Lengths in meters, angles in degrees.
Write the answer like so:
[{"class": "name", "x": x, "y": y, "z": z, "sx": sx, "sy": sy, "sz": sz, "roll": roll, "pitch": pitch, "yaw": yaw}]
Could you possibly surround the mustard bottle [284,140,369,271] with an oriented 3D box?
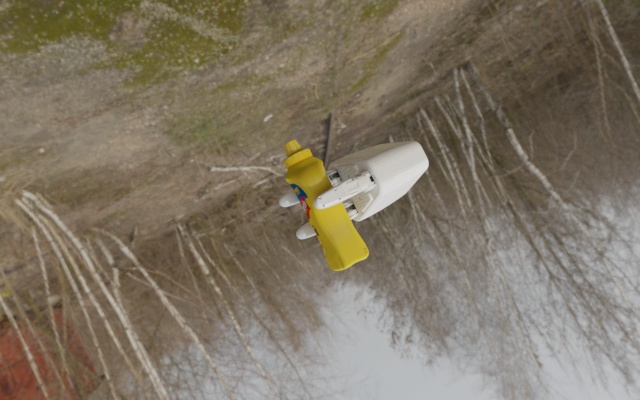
[{"class": "mustard bottle", "x": 0.000, "y": 0.003, "z": 0.673, "sx": 0.058, "sy": 0.191, "sz": 0.096, "roll": -26, "pitch": -1, "yaw": -6}]
